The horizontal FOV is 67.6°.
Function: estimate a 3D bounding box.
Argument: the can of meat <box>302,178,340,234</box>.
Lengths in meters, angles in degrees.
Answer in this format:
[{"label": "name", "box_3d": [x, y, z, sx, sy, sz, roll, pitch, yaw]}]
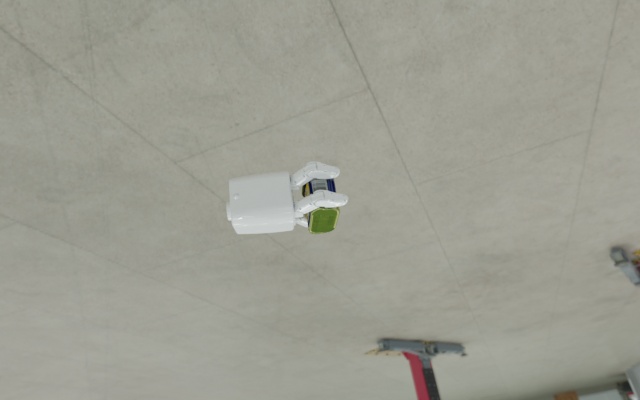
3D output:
[{"label": "can of meat", "box_3d": [0.000, 0.003, 0.868, 0.057, 0.084, 0.102, -5, -29, -8]}]
